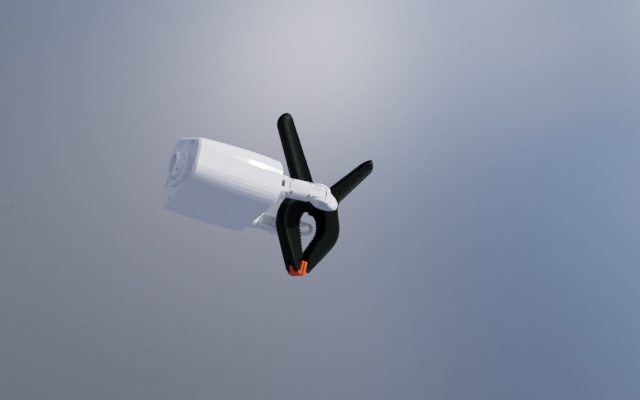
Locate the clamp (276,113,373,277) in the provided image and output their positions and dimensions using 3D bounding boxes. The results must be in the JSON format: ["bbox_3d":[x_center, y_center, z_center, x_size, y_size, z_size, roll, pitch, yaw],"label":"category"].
[{"bbox_3d":[0.000,0.002,0.648,0.164,0.210,0.036,18,-20,-31],"label":"clamp"}]
